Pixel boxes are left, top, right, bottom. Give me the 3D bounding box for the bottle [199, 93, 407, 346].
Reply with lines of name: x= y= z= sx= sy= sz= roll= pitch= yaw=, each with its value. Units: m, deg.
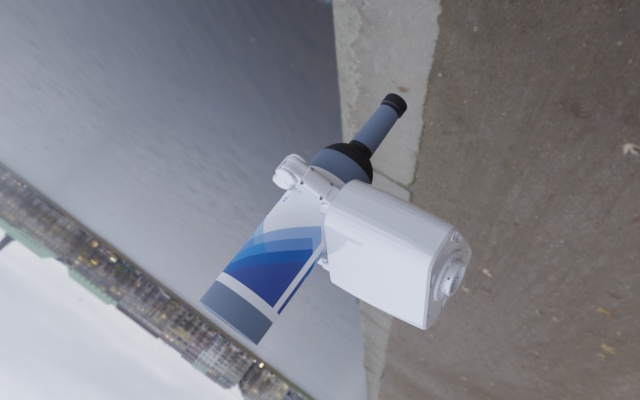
bottle: x=0.000 y=0.002 z=0.481 sx=0.069 sy=0.295 sz=0.069 roll=33 pitch=-19 yaw=13
